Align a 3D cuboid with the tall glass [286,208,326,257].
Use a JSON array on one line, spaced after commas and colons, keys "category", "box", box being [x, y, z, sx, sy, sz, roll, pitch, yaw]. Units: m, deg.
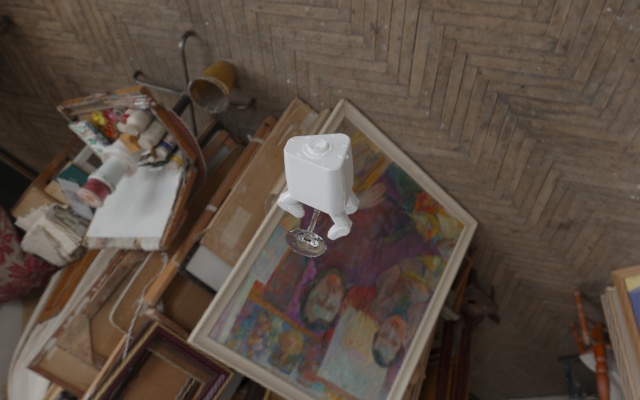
[{"category": "tall glass", "box": [0.000, 0.004, 0.896, 0.079, 0.201, 0.079, 11, -40, 10]}]
